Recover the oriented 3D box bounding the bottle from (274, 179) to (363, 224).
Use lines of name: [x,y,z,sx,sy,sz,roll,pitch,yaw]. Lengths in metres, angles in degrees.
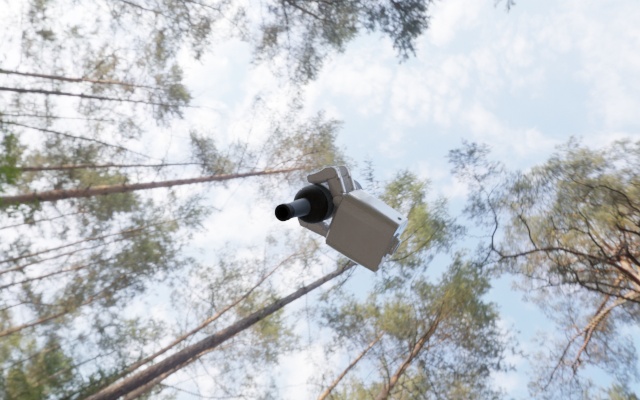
bottle: [0.000,0.003,0.847,0.069,0.069,0.295,0,6,23]
